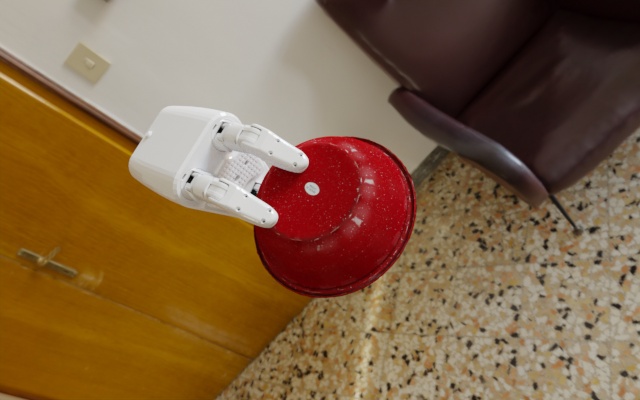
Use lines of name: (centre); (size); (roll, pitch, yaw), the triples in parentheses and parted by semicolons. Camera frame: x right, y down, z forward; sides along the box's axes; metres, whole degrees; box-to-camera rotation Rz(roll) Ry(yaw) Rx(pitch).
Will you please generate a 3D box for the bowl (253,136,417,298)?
bowl: (0.001, 0.001, 0.424); (0.162, 0.162, 0.055); (0, -23, 23)
